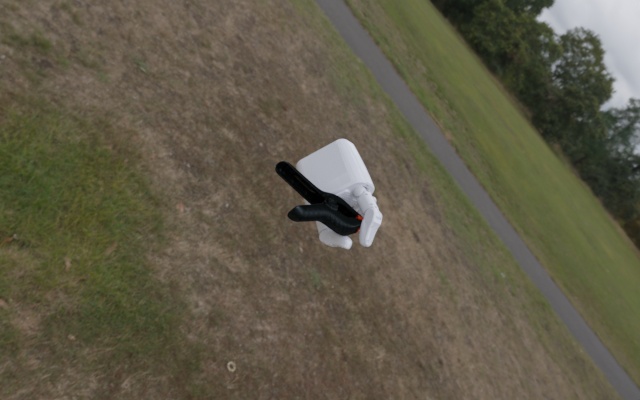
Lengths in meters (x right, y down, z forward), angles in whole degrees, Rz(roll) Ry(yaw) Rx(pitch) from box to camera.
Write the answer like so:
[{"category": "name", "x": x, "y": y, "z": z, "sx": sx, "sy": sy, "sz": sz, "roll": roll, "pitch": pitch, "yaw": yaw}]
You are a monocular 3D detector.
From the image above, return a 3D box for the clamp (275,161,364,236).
[{"category": "clamp", "x": 0.001, "y": 0.002, "z": 0.736, "sx": 0.039, "sy": 0.120, "sz": 0.171, "roll": -38, "pitch": -40, "yaw": 25}]
